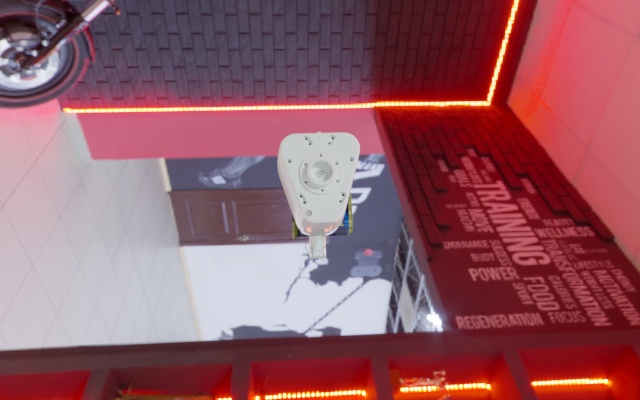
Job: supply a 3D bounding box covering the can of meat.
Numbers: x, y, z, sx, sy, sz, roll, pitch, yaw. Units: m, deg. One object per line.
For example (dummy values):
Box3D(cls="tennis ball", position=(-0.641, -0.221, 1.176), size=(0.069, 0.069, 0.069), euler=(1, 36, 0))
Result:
Box3D(cls="can of meat", position=(0.000, 0.002, 0.685), size=(0.084, 0.102, 0.057), euler=(-2, -13, -3))
